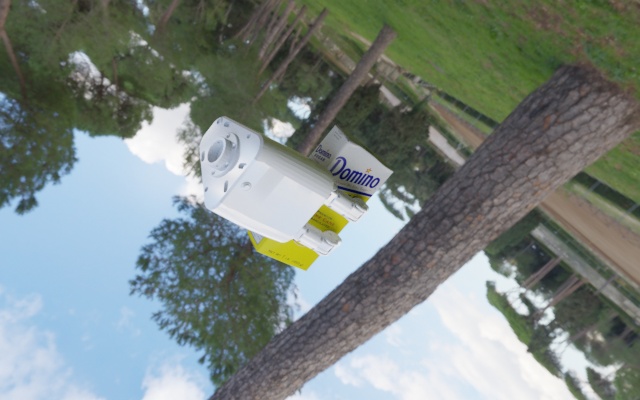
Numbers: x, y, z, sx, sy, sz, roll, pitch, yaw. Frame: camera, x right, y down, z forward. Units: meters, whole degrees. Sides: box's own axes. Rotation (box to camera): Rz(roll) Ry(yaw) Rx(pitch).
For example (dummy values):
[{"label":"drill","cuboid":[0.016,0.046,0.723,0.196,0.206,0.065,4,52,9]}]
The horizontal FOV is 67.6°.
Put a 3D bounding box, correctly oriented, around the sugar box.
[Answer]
[{"label":"sugar box","cuboid":[0.000,0.002,0.595,0.093,0.176,0.048,29,19,-41]}]
